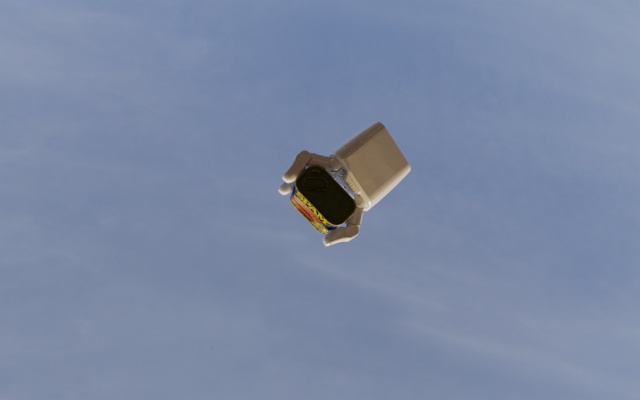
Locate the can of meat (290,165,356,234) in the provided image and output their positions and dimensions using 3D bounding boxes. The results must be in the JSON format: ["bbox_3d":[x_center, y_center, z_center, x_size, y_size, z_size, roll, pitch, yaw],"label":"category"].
[{"bbox_3d":[0.000,0.003,0.776,0.057,0.102,0.084,-43,-4,-20],"label":"can of meat"}]
